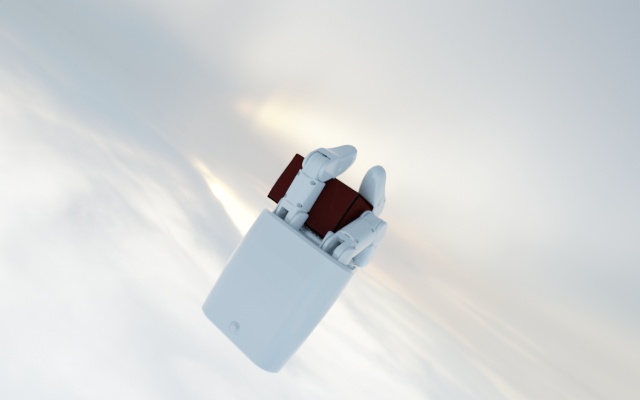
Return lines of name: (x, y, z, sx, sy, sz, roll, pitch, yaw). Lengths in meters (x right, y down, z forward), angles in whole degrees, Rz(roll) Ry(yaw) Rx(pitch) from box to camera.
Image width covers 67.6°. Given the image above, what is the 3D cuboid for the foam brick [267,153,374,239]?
foam brick: (0.000, 0.001, 0.445, 0.078, 0.051, 0.053, 35, 0, 26)
